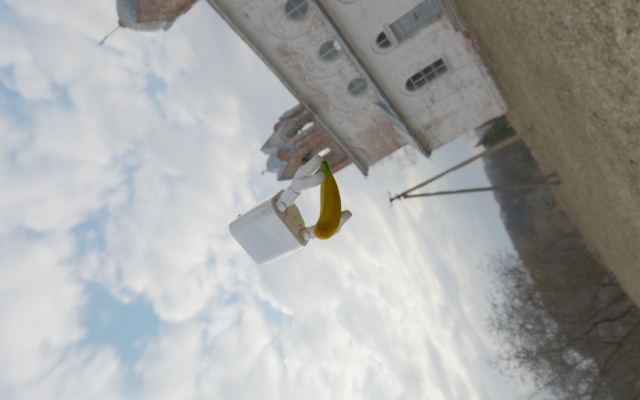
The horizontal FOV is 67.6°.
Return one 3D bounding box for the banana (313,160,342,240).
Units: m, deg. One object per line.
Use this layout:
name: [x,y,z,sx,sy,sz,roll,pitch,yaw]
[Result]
banana: [0.010,0.013,0.824,0.037,0.070,0.197,-26,33,20]
